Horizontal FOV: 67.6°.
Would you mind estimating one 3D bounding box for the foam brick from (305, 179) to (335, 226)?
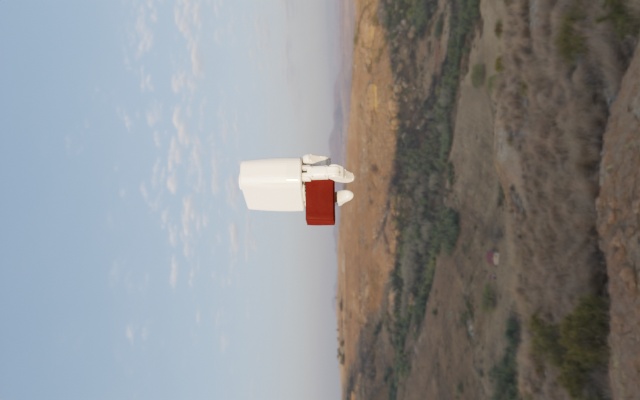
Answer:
[{"bbox_3d":[0.000,0.003,0.842,0.051,0.078,0.053,-1,-15,1],"label":"foam brick"}]
